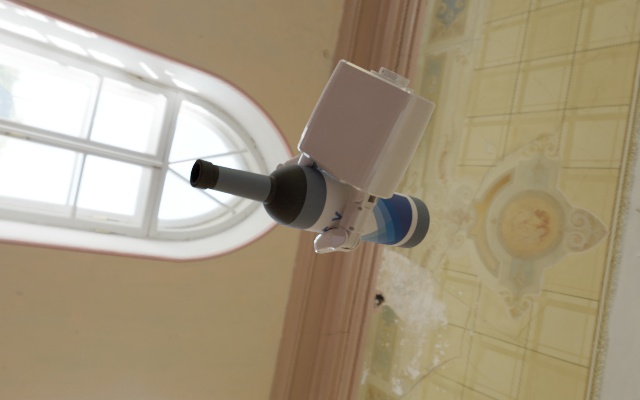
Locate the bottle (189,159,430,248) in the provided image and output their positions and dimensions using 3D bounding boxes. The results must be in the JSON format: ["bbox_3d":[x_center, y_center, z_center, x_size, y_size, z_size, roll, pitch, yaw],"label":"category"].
[{"bbox_3d":[0.000,0.002,0.525,0.296,0.069,0.069,13,-8,-37],"label":"bottle"}]
